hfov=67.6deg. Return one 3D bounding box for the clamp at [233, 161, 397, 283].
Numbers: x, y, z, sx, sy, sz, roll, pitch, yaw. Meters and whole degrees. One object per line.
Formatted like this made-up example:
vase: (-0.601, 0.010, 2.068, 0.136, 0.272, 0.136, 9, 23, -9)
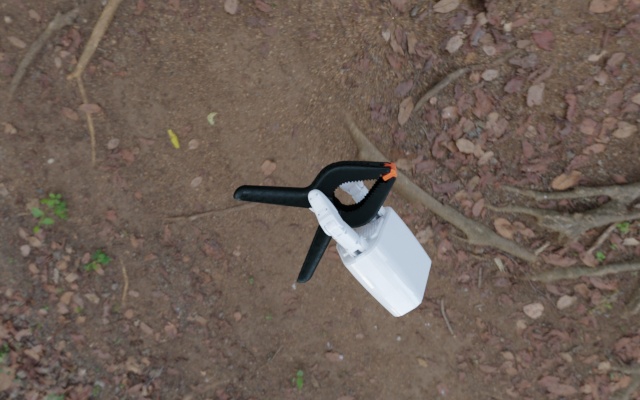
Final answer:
clamp: (0.001, 0.002, 0.625, 0.210, 0.164, 0.036, -36, 17, 19)
